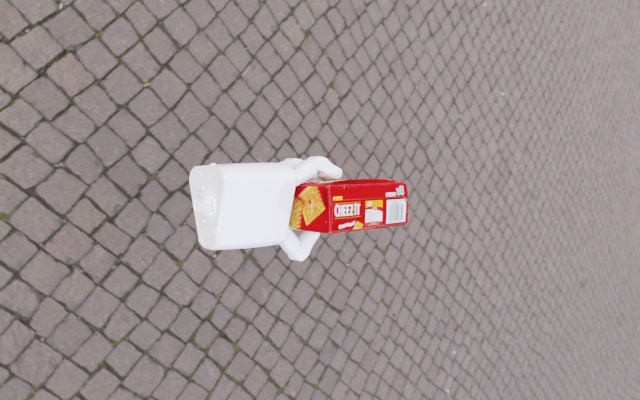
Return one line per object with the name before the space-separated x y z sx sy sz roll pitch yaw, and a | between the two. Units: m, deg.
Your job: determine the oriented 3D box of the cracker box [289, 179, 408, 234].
cracker box | 0.000 0.003 0.729 0.164 0.072 0.213 -4 5 -42
